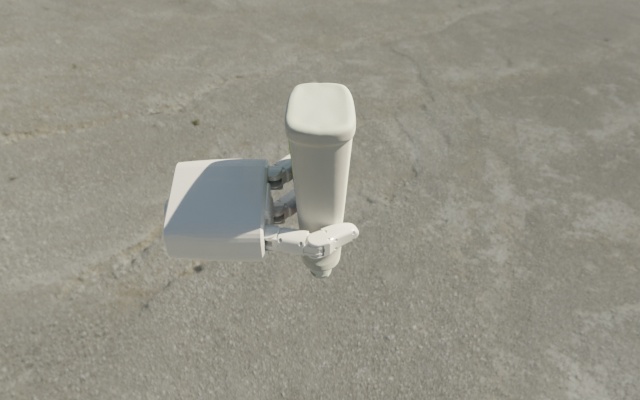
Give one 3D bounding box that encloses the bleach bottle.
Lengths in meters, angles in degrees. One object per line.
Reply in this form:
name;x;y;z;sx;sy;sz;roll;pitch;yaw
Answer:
bleach bottle;0.000;0.002;0.541;0.068;0.251;0.102;0;40;1
